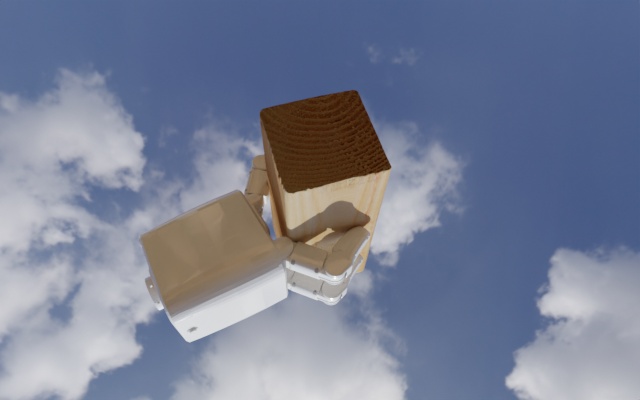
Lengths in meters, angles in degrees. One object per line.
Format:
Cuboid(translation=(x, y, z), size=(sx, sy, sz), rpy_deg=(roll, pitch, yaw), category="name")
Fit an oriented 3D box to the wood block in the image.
Cuboid(translation=(0.000, 0.001, 0.475), size=(0.090, 0.090, 0.206), rpy_deg=(-14, -29, -10), category="wood block")
